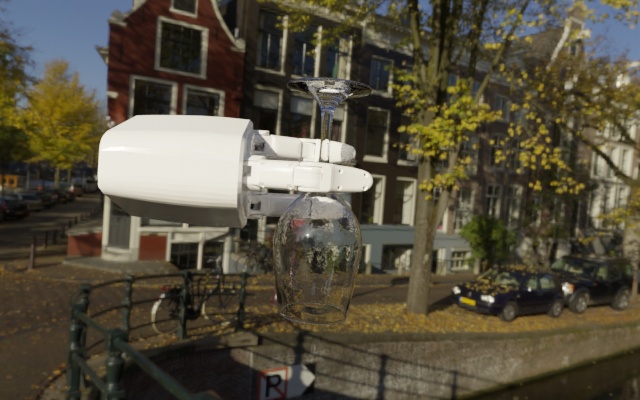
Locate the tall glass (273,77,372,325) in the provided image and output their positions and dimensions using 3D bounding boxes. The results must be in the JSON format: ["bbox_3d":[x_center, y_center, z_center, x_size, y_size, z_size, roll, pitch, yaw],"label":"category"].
[{"bbox_3d":[0.000,0.001,0.417,0.079,0.201,0.079,4,2,0],"label":"tall glass"}]
